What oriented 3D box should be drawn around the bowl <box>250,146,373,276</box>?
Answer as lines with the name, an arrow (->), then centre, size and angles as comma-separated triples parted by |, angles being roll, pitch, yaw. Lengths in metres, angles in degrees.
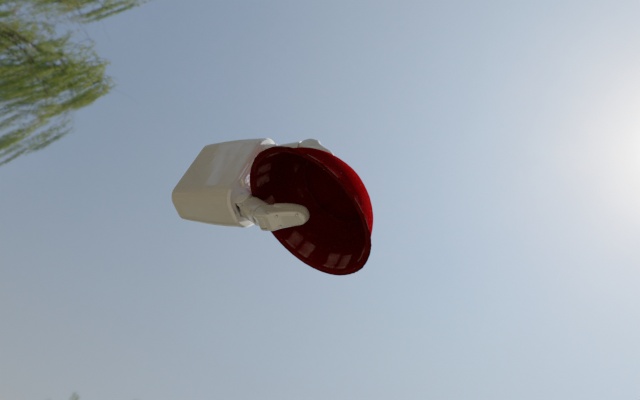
bowl -> 0.001, 0.002, 0.518 | 0.162, 0.162, 0.055 | 0, 32, 46
